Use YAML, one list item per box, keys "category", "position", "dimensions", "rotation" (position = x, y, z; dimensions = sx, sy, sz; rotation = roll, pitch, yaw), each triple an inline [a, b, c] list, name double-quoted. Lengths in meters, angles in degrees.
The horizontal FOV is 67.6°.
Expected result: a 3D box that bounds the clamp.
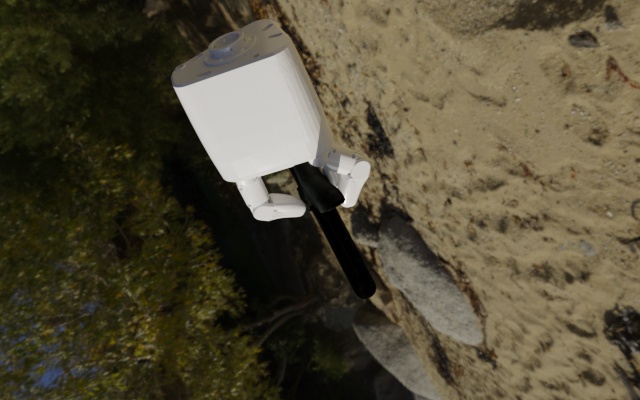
- category: "clamp"
  position: [-0.001, 0.002, 0.528]
  dimensions: [0.036, 0.165, 0.209]
  rotation: [-26, 39, -5]
